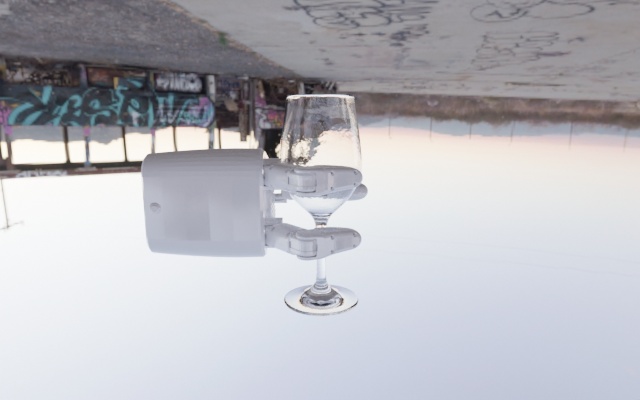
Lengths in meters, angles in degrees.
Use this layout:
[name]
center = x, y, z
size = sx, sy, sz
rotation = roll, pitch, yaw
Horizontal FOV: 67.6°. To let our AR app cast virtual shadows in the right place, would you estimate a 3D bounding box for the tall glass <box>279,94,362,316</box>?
[tall glass]
center = 0.000, 0.002, 0.455
size = 0.079, 0.201, 0.079
rotation = 0, 12, 0
